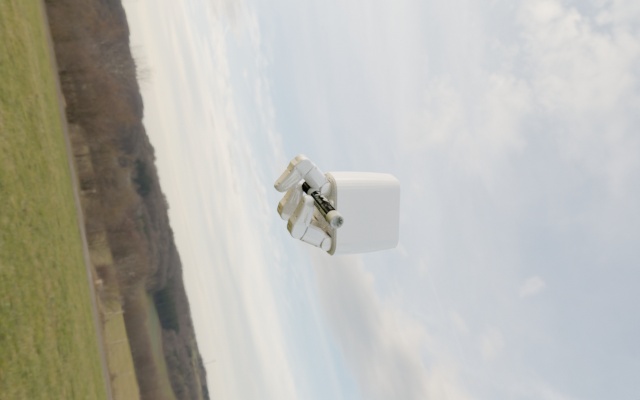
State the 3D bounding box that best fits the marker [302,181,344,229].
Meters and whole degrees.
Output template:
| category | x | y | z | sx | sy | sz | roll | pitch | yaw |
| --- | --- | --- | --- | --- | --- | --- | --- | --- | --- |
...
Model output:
| category | x | y | z | sx | sy | sz | roll | pitch | yaw |
| --- | --- | --- | --- | --- | --- | --- | --- | --- | --- |
| marker | 0.000 | 0.002 | 0.632 | 0.020 | 0.020 | 0.121 | 0 | 24 | -22 |
